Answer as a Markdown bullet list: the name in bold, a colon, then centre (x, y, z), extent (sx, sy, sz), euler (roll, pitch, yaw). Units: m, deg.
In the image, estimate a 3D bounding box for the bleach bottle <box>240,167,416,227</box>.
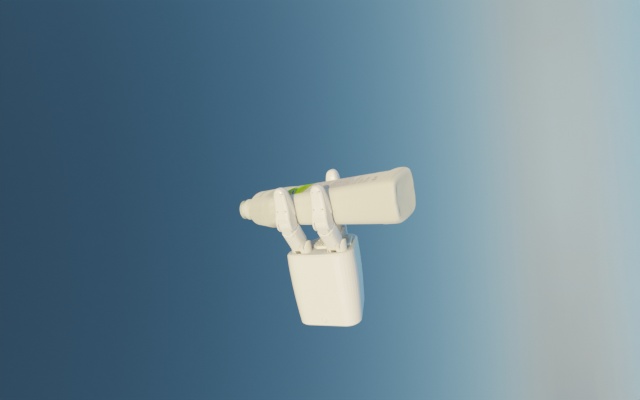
- **bleach bottle**: centre (0.000, 0.002, 0.683), extent (0.251, 0.068, 0.102), euler (-5, 11, 26)
